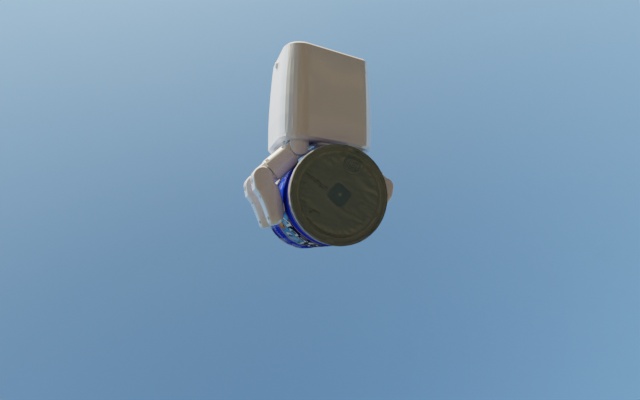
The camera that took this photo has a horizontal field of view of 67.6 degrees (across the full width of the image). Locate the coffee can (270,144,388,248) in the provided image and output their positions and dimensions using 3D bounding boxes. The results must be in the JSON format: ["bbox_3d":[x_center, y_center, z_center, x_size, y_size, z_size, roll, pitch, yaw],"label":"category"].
[{"bbox_3d":[0.000,0.002,0.537,0.103,0.103,0.140,0,-6,-17],"label":"coffee can"}]
